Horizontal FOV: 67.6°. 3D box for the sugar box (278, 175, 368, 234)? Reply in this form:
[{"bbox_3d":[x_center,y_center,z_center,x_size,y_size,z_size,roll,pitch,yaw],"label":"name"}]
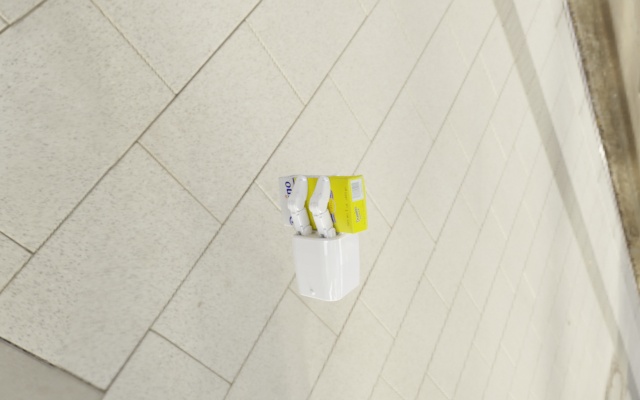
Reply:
[{"bbox_3d":[0.000,0.003,0.826,0.176,0.093,0.048,2,10,43],"label":"sugar box"}]
